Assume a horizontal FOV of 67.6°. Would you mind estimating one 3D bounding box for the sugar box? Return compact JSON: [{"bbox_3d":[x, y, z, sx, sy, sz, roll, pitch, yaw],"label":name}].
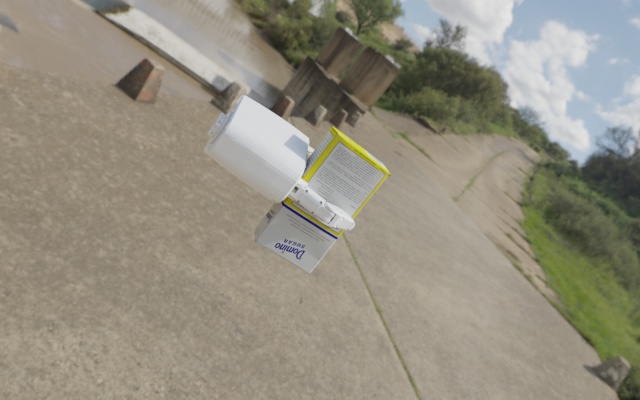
[{"bbox_3d":[0.000,0.002,0.628,0.093,0.176,0.048,34,15,-21],"label":"sugar box"}]
